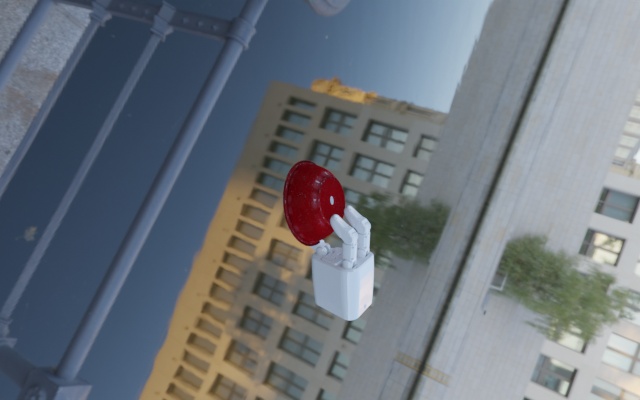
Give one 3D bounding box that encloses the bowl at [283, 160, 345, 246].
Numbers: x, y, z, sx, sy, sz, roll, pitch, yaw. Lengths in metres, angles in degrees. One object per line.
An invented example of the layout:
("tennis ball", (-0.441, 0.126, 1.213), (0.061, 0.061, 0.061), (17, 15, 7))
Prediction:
("bowl", (0.000, 0.002, 0.878), (0.055, 0.162, 0.162), (-6, -3, 33))
